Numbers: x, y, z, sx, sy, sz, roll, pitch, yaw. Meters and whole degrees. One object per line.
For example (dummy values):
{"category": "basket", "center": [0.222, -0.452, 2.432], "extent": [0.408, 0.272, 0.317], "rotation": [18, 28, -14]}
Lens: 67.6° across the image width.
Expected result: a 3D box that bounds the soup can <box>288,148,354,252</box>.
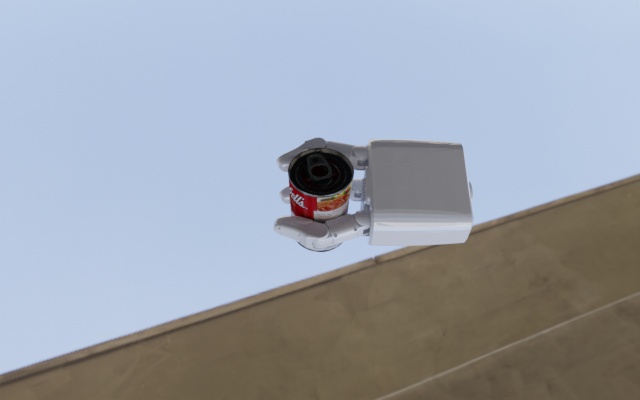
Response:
{"category": "soup can", "center": [0.000, 0.002, 0.526], "extent": [0.068, 0.068, 0.102], "rotation": [0, -40, -1]}
